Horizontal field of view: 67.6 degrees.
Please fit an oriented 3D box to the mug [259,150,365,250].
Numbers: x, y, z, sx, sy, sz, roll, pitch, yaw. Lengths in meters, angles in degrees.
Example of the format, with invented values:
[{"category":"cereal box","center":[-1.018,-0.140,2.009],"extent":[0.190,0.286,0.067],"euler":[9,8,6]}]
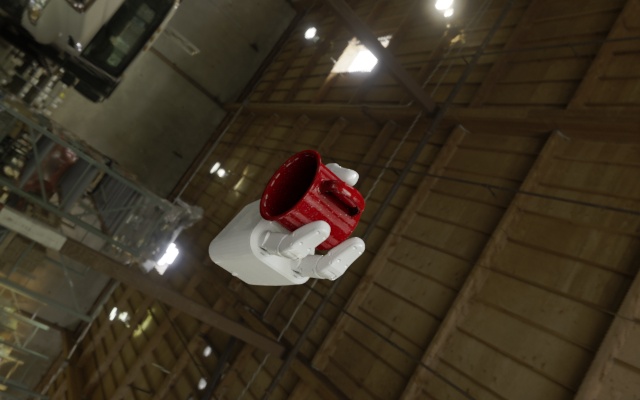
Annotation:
[{"category":"mug","center":[0.001,0.002,0.529],"extent":[0.117,0.093,0.081],"euler":[-12,-42,47]}]
